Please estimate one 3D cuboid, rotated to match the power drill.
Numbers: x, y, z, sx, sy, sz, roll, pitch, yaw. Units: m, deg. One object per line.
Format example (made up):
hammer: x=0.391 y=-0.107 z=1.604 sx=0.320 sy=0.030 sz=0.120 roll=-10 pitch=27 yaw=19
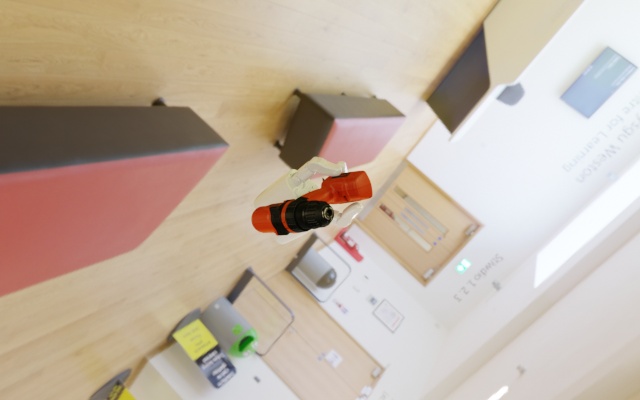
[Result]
power drill: x=0.000 y=0.003 z=0.795 sx=0.187 sy=0.057 sz=0.184 roll=-24 pitch=12 yaw=-40
